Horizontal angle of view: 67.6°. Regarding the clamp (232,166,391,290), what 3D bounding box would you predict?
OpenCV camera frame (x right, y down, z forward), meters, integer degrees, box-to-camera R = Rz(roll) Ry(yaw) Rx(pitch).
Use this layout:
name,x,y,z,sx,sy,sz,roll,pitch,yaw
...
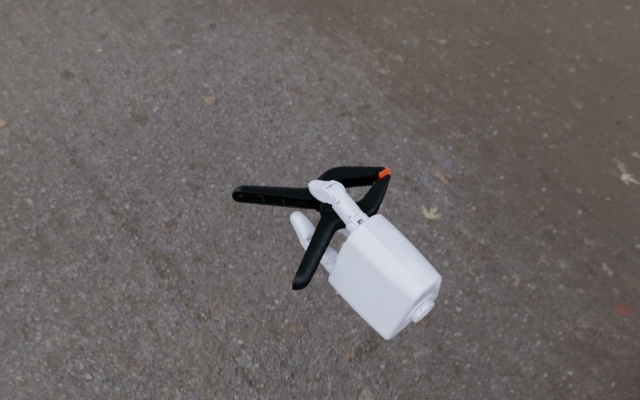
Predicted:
name,x,y,z,sx,sy,sz,roll,pitch,yaw
clamp,0.001,0.001,0.628,0.210,0.164,0.036,-33,-26,-25
